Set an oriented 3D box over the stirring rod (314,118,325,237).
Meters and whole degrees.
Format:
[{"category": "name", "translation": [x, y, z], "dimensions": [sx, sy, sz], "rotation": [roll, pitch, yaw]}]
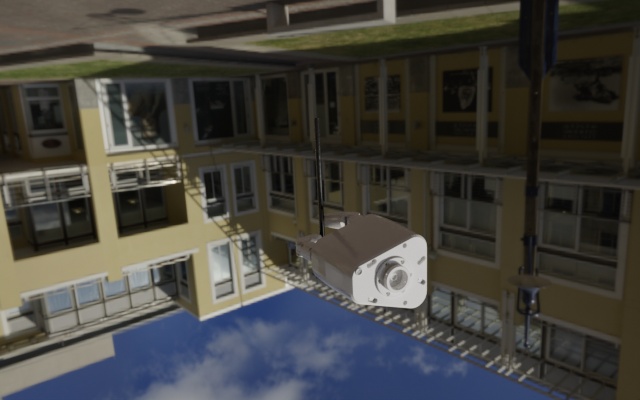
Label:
[{"category": "stirring rod", "translation": [0.000, 0.002, 0.693], "dimensions": [0.011, 0.239, 0.011], "rotation": [-3, 12, 1]}]
